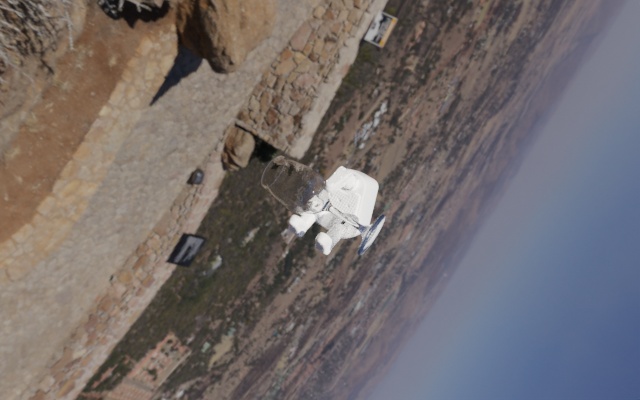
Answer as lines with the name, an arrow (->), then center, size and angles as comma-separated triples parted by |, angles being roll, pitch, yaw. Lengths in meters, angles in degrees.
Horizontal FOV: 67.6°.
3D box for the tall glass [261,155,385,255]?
tall glass -> 0.001, 0.003, 0.768 | 0.201, 0.079, 0.079 | 33, 11, 18
